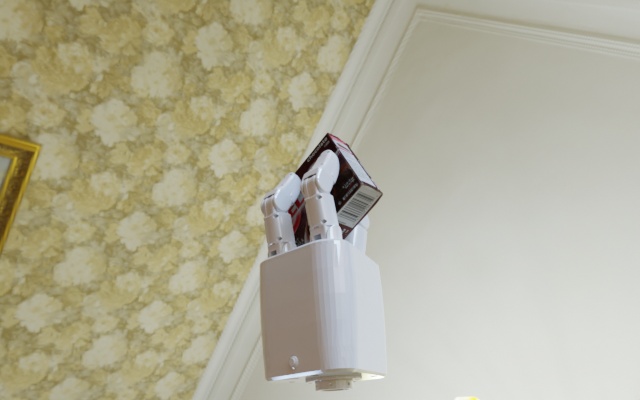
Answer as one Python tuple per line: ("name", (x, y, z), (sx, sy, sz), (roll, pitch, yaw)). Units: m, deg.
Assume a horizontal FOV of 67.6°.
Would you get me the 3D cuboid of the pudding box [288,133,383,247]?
("pudding box", (0.000, 0.002, 0.488), (0.039, 0.113, 0.090), (26, 24, -41))
